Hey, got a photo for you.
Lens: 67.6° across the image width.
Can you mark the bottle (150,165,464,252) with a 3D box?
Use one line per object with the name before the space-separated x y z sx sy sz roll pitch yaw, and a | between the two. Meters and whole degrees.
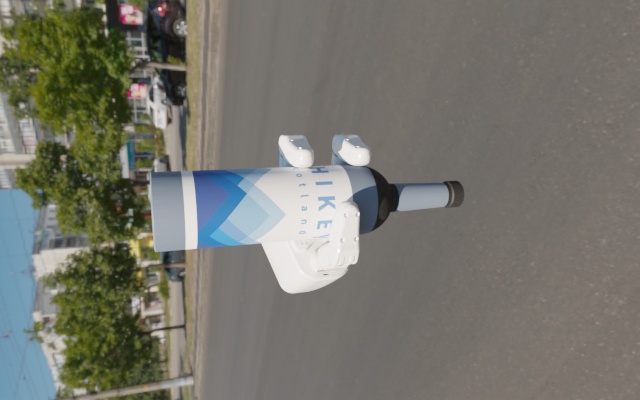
bottle | 0.000 0.001 0.442 0.296 0.069 0.069 -3 1 -18
